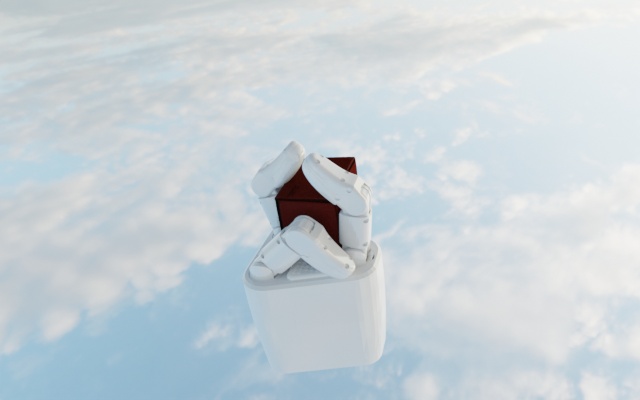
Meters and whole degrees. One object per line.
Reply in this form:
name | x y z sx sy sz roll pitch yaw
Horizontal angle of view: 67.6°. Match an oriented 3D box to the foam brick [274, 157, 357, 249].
foam brick | 0.000 0.001 0.417 0.053 0.051 0.078 1 31 18
